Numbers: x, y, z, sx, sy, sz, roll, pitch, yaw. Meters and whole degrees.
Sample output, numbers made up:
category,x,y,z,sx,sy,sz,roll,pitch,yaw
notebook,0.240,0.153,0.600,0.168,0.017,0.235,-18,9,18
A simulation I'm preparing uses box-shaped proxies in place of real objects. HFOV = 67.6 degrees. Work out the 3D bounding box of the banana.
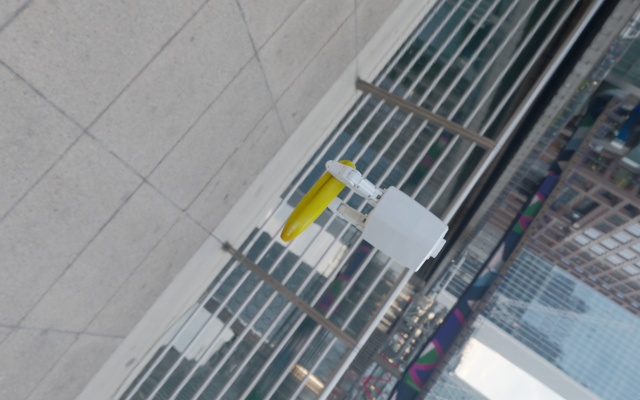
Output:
category,x,y,z,sx,sy,sz,roll,pitch,yaw
banana,0.006,-0.010,0.760,0.037,0.197,0.070,35,-37,10
